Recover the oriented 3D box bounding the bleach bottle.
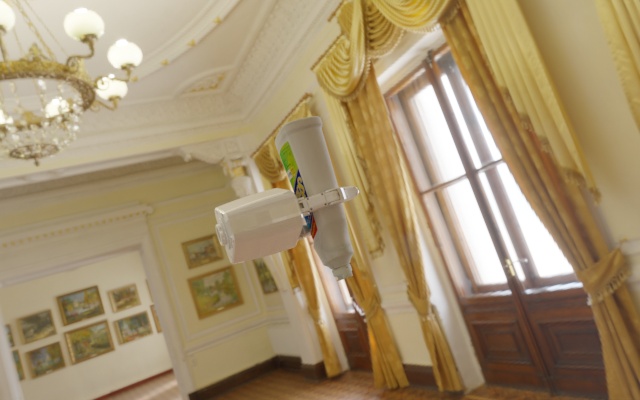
[{"bbox_3d":[0.000,0.002,0.753,0.068,0.251,0.102,-17,-7,-20],"label":"bleach bottle"}]
